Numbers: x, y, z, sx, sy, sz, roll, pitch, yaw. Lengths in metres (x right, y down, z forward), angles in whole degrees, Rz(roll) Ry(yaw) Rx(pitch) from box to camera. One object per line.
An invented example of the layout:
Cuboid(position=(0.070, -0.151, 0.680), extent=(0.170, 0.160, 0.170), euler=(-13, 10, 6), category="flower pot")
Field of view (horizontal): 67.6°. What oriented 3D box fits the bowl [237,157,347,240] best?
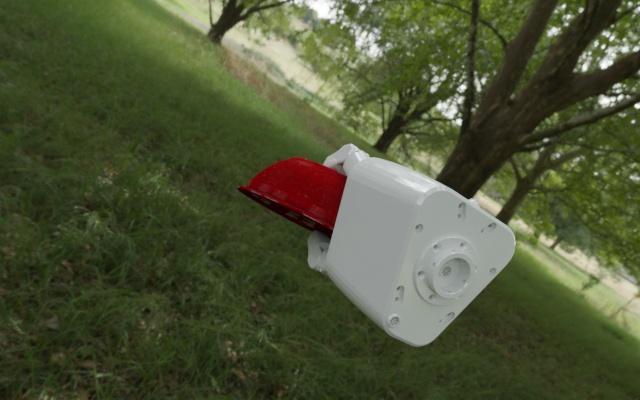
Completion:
Cuboid(position=(-0.001, 0.001, 0.484), extent=(0.162, 0.055, 0.162), euler=(26, -7, 3), category="bowl")
